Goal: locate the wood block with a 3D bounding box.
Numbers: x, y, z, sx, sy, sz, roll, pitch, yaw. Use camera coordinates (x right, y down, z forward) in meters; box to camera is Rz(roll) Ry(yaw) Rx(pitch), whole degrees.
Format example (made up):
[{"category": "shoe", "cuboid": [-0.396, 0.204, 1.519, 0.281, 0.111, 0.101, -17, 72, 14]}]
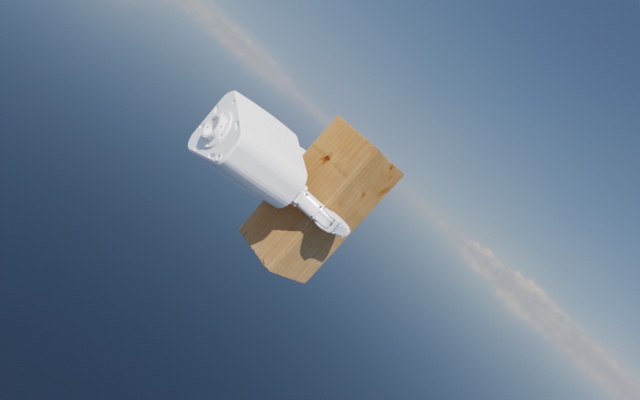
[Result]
[{"category": "wood block", "cuboid": [0.000, 0.002, 0.649, 0.090, 0.206, 0.090, 48, 10, 37]}]
